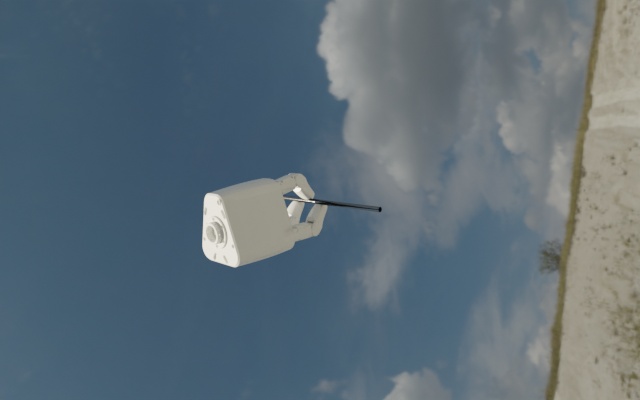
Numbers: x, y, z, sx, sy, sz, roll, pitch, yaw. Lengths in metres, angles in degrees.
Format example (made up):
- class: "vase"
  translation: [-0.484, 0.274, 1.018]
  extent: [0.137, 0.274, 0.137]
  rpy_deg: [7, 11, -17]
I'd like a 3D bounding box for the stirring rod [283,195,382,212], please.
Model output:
- class: "stirring rod"
  translation: [0.000, 0.003, 0.778]
  extent: [0.239, 0.011, 0.011]
  rpy_deg: [7, 5, 43]
